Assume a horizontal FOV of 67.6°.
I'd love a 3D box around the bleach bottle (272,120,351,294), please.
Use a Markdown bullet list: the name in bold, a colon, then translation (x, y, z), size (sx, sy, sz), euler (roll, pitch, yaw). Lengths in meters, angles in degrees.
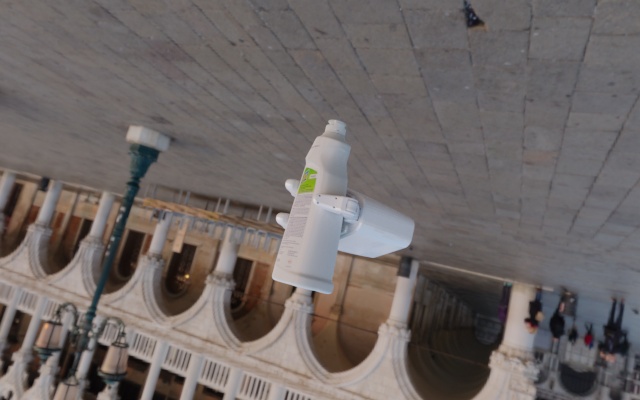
- **bleach bottle**: translation (0.000, 0.002, 0.698), size (0.068, 0.250, 0.102), euler (19, -10, -29)
